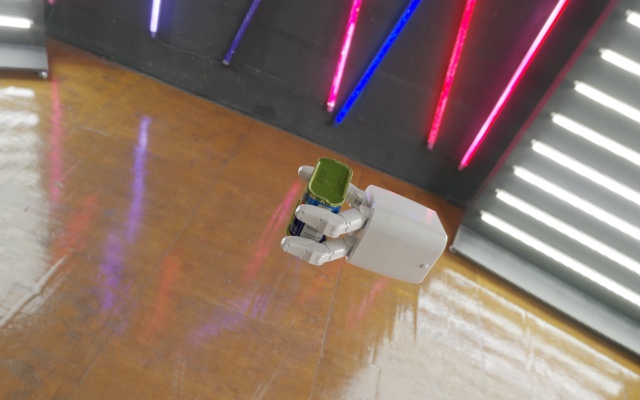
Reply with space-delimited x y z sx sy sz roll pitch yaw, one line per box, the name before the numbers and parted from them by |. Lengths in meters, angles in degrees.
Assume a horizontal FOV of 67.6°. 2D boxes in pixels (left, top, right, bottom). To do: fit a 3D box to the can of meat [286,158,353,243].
can of meat | 0.000 0.002 0.640 0.057 0.084 0.102 23 37 -3
